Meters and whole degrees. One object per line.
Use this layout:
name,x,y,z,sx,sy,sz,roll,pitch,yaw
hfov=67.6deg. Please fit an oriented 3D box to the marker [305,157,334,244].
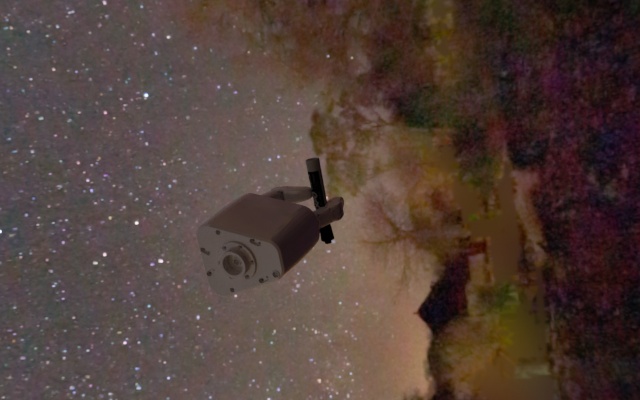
marker,0.000,0.002,0.649,0.020,0.121,0.020,-10,15,3
